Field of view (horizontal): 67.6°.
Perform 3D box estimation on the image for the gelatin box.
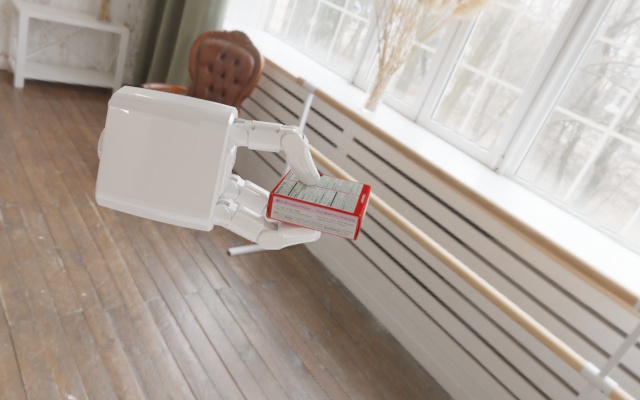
[{"bbox_3d":[0.000,0.001,0.466,0.089,0.030,0.073,13,26,7],"label":"gelatin box"}]
